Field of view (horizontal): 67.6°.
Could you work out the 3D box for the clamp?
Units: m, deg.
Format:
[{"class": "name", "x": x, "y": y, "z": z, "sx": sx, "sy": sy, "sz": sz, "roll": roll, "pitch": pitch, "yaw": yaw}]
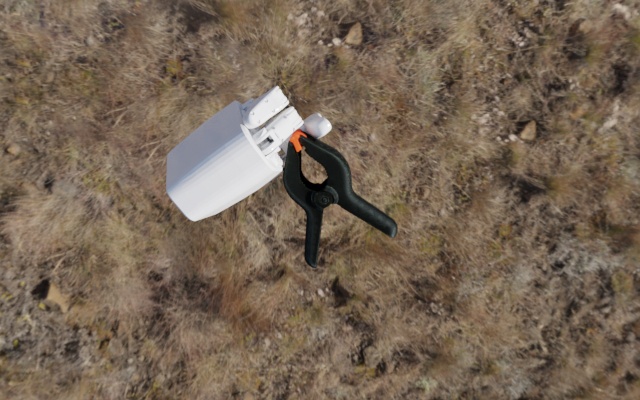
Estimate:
[{"class": "clamp", "x": 0.000, "y": 0.002, "z": 0.564, "sx": 0.120, "sy": 0.171, "sz": 0.039, "roll": -33, "pitch": 15, "yaw": 9}]
